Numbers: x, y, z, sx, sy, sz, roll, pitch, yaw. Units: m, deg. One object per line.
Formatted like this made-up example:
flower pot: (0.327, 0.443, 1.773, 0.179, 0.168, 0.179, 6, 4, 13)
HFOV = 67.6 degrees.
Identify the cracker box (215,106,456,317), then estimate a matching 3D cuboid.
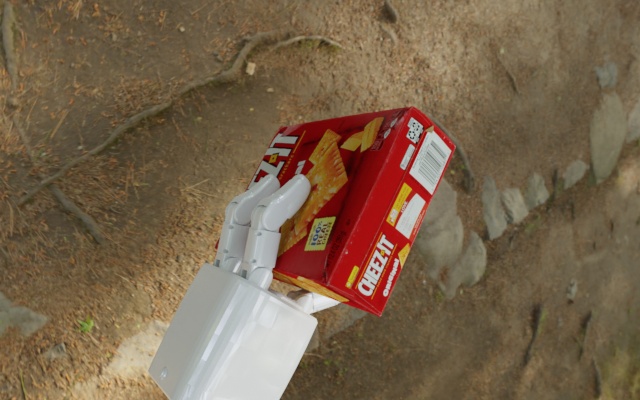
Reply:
cracker box: (0.000, 0.002, 0.459, 0.072, 0.164, 0.213, 36, -18, -31)
